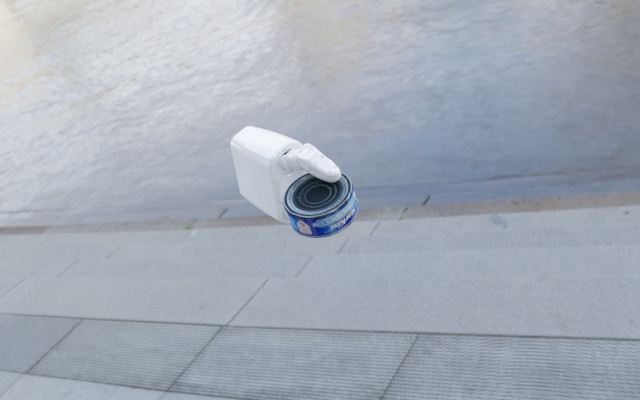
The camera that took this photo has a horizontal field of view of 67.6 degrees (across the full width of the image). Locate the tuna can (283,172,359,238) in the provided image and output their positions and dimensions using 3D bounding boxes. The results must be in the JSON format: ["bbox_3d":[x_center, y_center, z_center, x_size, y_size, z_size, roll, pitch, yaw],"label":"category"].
[{"bbox_3d":[0.000,0.001,0.563,0.086,0.034,0.086,-11,41,9],"label":"tuna can"}]
